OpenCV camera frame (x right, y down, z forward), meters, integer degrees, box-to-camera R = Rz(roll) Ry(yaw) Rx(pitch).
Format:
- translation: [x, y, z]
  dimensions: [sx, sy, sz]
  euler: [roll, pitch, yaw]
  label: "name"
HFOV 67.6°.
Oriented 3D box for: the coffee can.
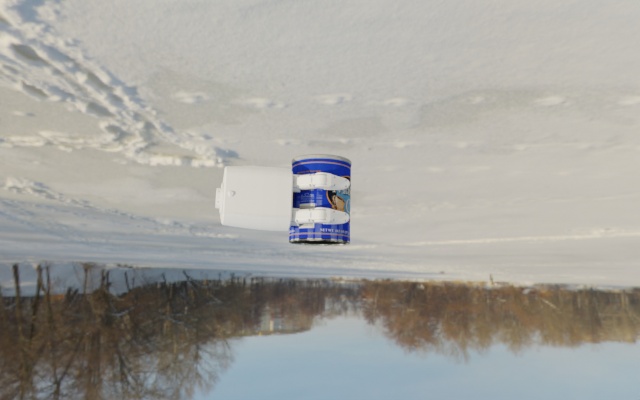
- translation: [0.000, 0.003, 0.804]
  dimensions: [0.103, 0.140, 0.103]
  euler: [1, -10, 0]
  label: "coffee can"
